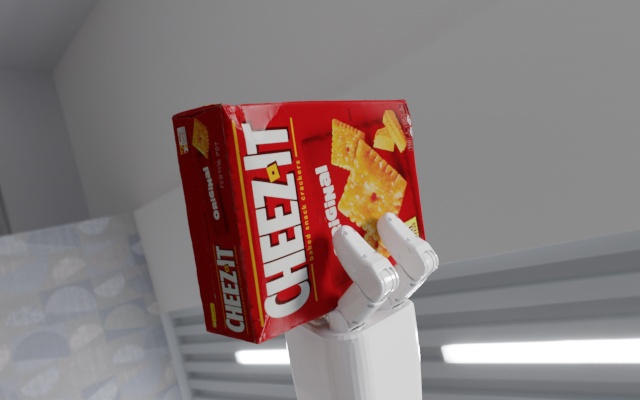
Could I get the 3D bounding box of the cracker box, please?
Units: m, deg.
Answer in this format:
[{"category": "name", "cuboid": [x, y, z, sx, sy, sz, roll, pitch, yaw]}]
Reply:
[{"category": "cracker box", "cuboid": [0.000, 0.001, 0.400, 0.072, 0.164, 0.213, -3, 7, 44]}]
